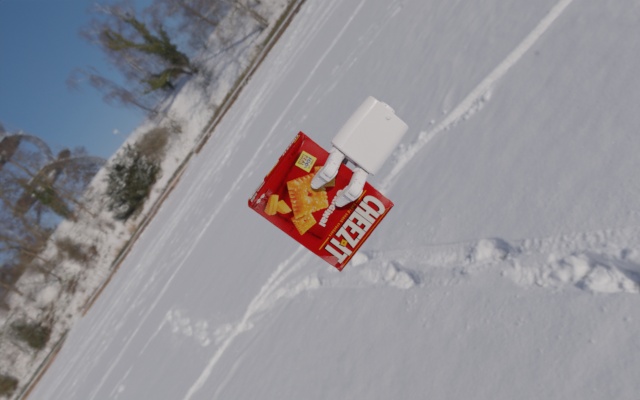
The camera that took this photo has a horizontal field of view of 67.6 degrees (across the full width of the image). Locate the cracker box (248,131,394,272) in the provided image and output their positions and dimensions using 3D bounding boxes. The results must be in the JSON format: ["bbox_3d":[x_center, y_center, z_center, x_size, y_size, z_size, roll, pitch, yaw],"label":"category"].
[{"bbox_3d":[0.000,0.003,0.872,0.214,0.164,0.072,37,6,-13],"label":"cracker box"}]
